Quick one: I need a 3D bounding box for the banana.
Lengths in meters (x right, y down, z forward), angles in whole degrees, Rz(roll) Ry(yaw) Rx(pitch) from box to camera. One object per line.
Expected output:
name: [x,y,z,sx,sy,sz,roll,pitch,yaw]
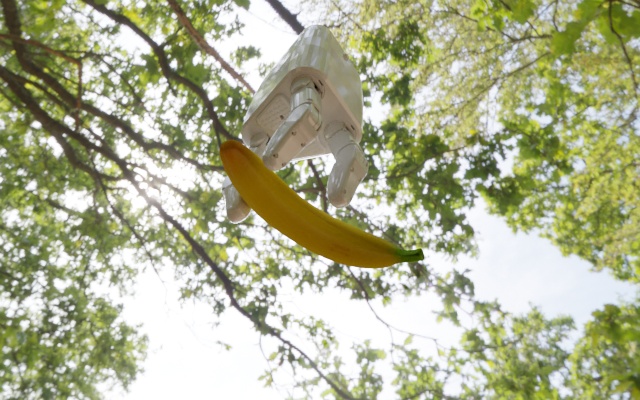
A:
banana: [-0.007,0.014,0.418,0.198,0.037,0.070,28,-48,-16]
